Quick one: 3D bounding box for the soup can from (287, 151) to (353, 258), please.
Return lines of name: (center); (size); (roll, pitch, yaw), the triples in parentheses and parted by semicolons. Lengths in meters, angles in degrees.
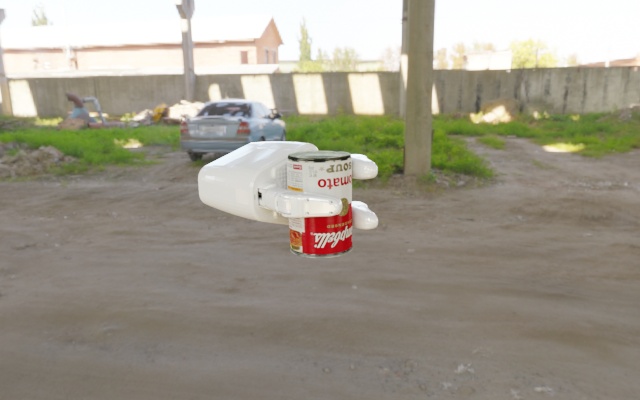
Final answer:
soup can: (0.000, 0.001, 0.502); (0.068, 0.102, 0.068); (-1, 12, 0)
